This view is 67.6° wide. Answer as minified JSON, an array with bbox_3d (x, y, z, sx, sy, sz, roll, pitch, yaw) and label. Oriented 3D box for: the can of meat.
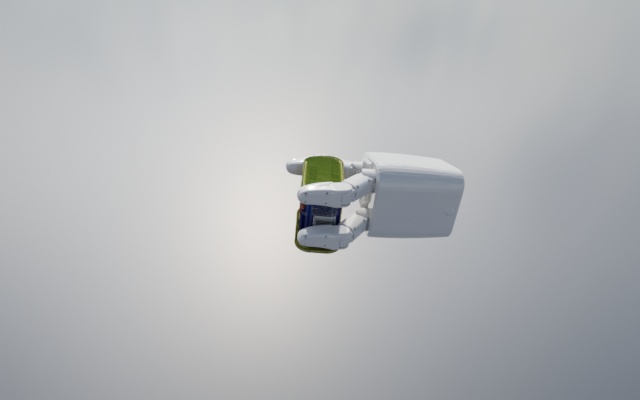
[{"bbox_3d":[0.000,0.002,0.594,0.057,0.084,0.102,5,32,-3],"label":"can of meat"}]
